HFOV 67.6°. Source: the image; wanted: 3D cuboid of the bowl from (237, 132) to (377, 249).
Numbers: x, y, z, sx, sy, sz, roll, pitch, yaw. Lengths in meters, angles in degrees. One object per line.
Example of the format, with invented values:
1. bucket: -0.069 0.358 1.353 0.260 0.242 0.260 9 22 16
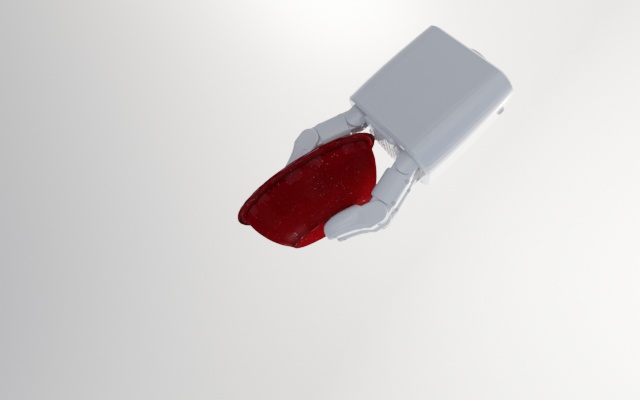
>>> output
1. bowl: -0.001 0.003 0.481 0.162 0.055 0.162 -30 -12 -7
